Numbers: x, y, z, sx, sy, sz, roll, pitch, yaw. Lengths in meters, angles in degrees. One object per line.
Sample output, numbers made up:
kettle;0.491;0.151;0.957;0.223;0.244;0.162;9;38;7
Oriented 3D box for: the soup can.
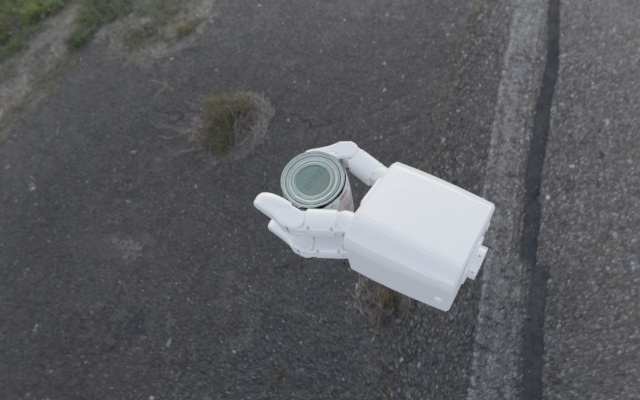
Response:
soup can;0.000;0.001;0.512;0.068;0.068;0.102;0;-27;10
